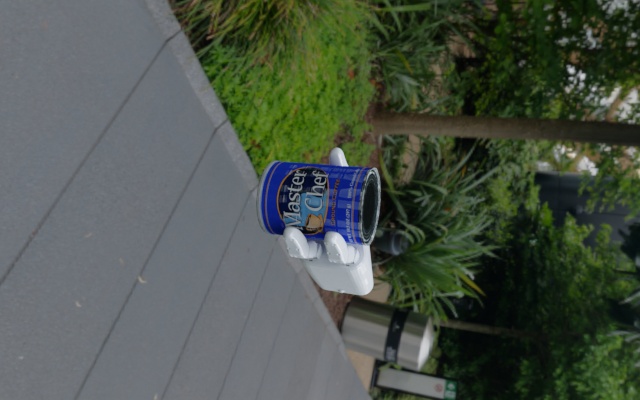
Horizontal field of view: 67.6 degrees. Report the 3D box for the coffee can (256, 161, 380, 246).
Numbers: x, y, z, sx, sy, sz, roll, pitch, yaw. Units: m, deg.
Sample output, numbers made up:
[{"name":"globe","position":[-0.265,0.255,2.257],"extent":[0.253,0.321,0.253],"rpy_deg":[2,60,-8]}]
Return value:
[{"name":"coffee can","position":[0.000,0.002,0.637],"extent":[0.140,0.103,0.103],"rpy_deg":[5,2,19]}]
